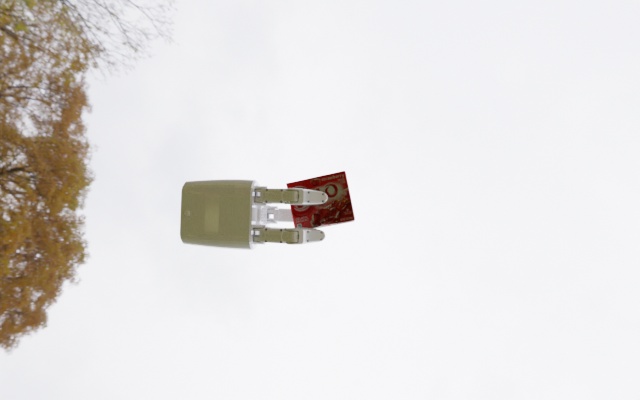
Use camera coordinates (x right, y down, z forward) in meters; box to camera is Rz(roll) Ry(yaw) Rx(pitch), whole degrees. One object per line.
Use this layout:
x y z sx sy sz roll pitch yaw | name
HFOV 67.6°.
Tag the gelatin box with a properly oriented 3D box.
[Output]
0.000 0.002 0.692 0.089 0.073 0.030 -11 -6 3 | gelatin box
